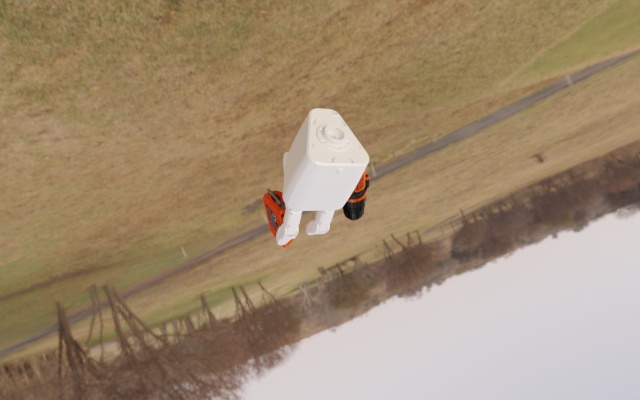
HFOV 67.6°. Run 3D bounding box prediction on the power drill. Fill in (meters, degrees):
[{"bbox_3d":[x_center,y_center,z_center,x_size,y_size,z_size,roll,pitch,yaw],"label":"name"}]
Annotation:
[{"bbox_3d":[0.000,0.003,0.819,0.187,0.185,0.057,-31,52,-19],"label":"power drill"}]
